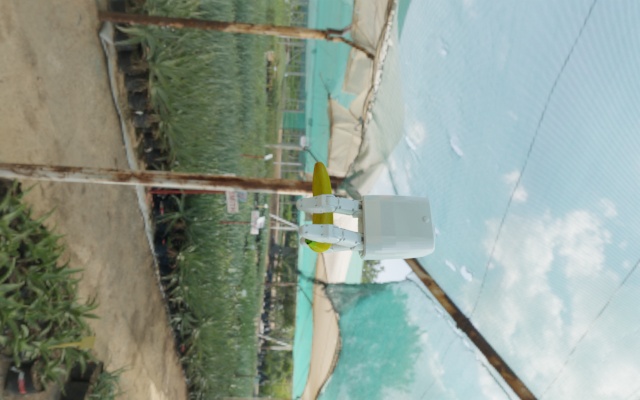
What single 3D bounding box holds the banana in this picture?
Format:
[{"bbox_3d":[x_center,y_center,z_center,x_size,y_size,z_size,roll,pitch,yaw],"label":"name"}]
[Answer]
[{"bbox_3d":[0.002,0.019,0.785,0.037,0.070,0.197,-3,41,6],"label":"banana"}]
